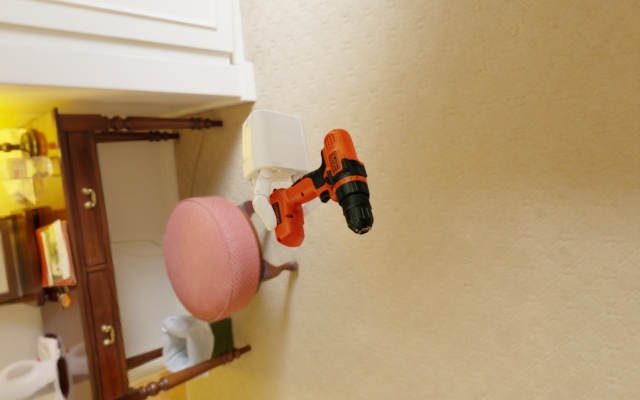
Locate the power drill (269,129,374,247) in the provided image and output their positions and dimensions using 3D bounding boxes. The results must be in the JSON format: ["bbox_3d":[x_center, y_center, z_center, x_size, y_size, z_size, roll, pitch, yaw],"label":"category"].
[{"bbox_3d":[0.000,0.002,0.769,0.057,0.184,0.188,19,-43,-40],"label":"power drill"}]
